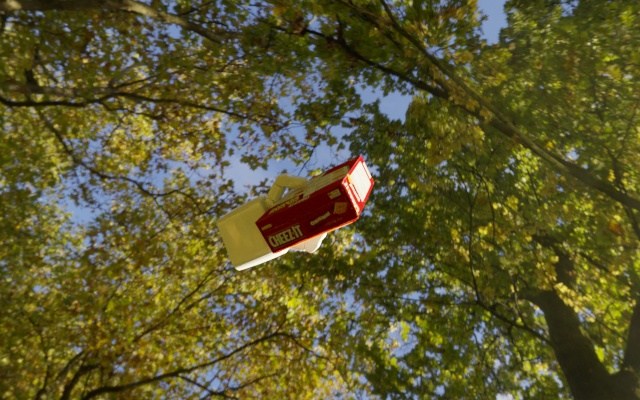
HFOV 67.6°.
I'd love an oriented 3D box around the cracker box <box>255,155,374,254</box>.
[{"bbox_3d":[0.000,0.003,0.850,0.164,0.072,0.213,-25,10,19],"label":"cracker box"}]
